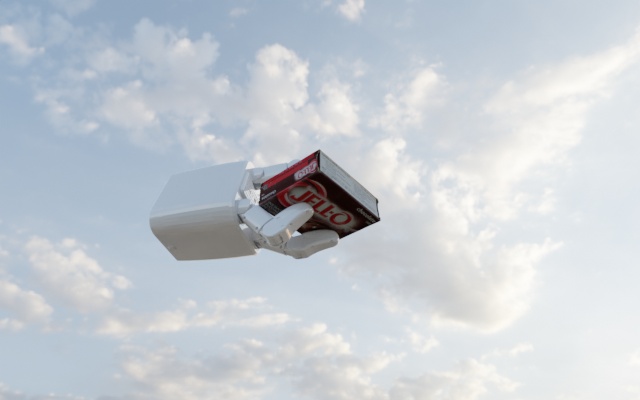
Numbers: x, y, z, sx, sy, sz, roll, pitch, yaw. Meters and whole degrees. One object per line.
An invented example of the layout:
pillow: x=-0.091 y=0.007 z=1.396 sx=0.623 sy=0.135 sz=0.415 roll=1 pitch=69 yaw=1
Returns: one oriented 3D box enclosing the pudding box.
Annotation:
pudding box: x=0.000 y=0.002 z=0.545 sx=0.090 sy=0.039 sz=0.113 roll=-27 pitch=-45 yaw=31
